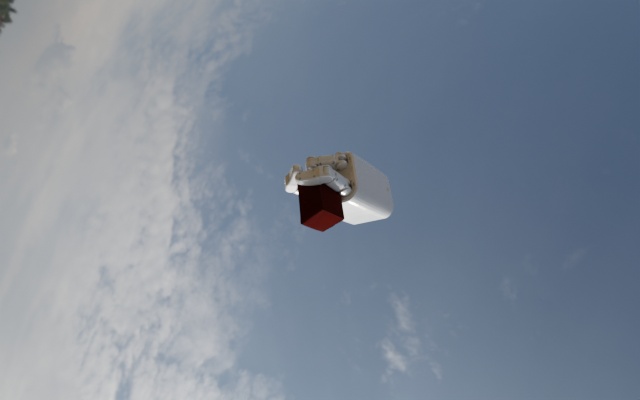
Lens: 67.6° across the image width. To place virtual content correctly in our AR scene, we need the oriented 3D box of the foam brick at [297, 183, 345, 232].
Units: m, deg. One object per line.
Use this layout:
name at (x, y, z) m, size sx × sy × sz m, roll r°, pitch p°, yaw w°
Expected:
foam brick at (0.000, 0.003, 0.777) m, size 0.053 × 0.078 × 0.051 m, roll -32°, pitch -42°, yaw 33°
